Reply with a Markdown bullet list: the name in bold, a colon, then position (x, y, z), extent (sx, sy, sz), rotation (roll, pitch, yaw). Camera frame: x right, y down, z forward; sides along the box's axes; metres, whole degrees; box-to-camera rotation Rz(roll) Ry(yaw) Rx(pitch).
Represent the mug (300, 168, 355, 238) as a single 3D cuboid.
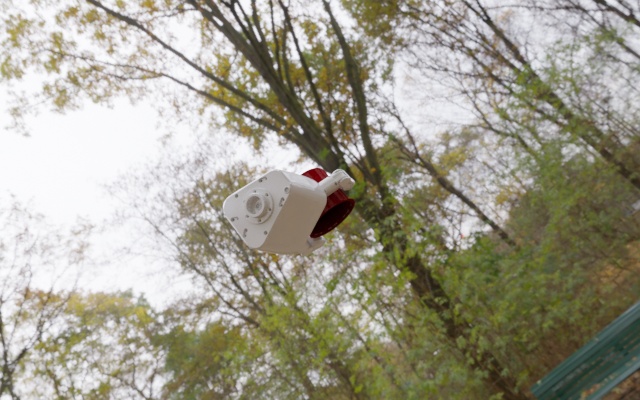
- **mug**: position (0.001, 0.003, 0.792), extent (0.093, 0.081, 0.117), rotation (-44, -22, 11)
